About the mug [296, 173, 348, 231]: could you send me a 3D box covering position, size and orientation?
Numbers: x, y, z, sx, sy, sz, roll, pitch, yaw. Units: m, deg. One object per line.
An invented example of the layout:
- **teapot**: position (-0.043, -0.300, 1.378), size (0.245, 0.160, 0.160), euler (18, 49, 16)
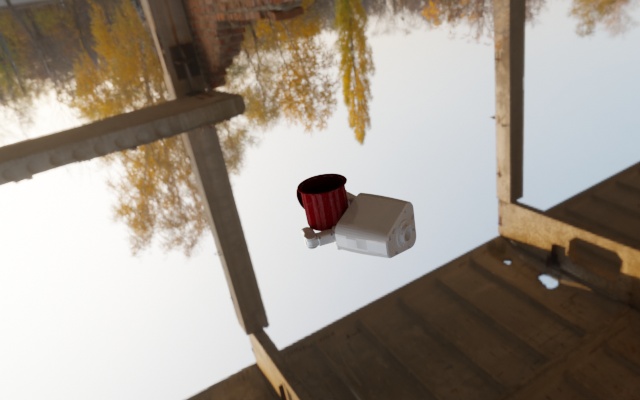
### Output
- **mug**: position (-0.001, 0.003, 0.896), size (0.117, 0.081, 0.093), euler (10, 32, 38)
